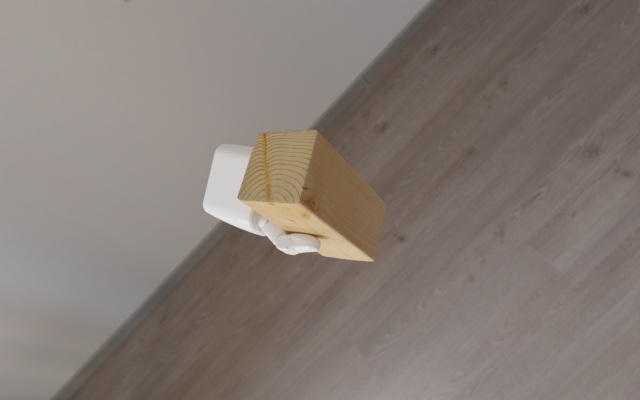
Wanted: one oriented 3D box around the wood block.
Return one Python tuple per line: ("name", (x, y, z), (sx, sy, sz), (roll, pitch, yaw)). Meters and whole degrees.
("wood block", (0.000, 0.002, 0.616), (0.090, 0.090, 0.206), (3, -22, 32))
